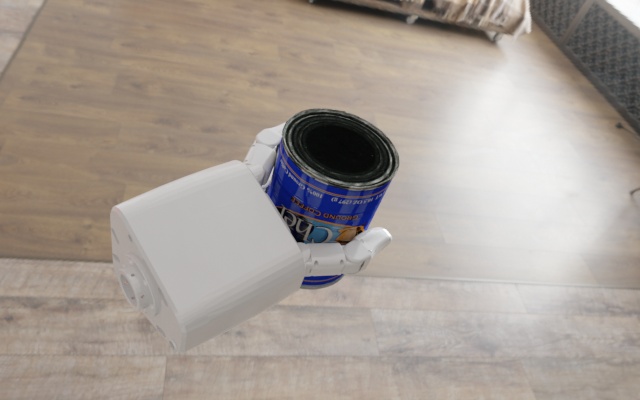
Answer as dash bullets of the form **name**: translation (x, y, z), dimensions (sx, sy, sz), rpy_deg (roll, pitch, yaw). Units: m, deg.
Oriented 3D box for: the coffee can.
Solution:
- **coffee can**: translation (0.000, 0.002, 0.446), dimensions (0.103, 0.102, 0.140), rpy_deg (0, -43, -21)
